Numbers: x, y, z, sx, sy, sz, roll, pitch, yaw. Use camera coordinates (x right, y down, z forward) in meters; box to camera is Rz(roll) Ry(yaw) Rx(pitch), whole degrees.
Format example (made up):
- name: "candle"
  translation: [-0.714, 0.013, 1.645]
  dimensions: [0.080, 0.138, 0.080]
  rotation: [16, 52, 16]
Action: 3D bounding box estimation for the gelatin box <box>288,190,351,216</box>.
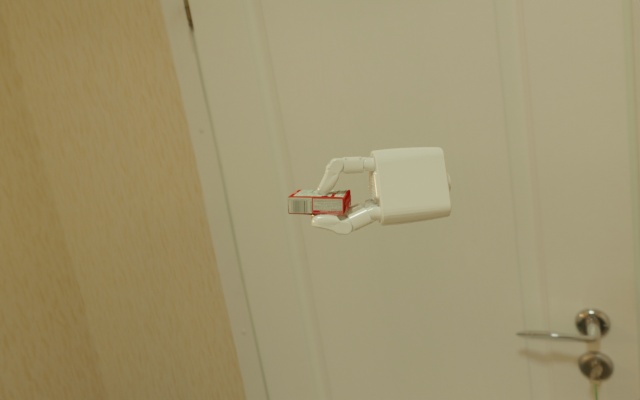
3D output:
- name: "gelatin box"
  translation: [0.000, 0.002, 0.744]
  dimensions: [0.089, 0.030, 0.073]
  rotation: [1, 10, 10]
